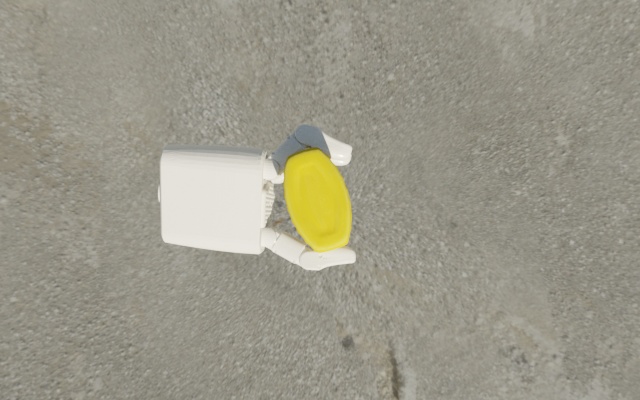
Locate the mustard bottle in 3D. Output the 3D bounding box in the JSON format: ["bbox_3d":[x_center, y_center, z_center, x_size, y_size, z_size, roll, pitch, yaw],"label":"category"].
[{"bbox_3d":[0.000,0.002,0.523,0.058,0.096,0.191,-19,-2,1],"label":"mustard bottle"}]
